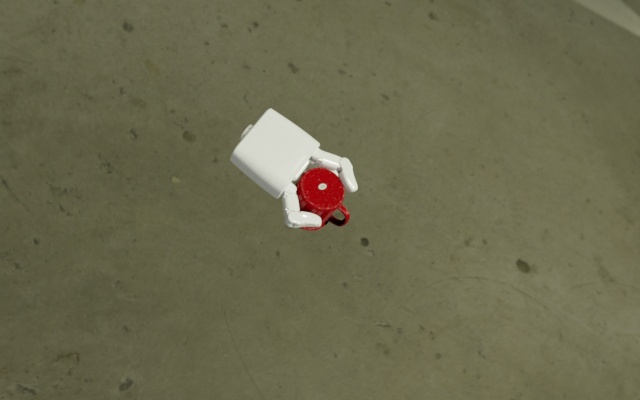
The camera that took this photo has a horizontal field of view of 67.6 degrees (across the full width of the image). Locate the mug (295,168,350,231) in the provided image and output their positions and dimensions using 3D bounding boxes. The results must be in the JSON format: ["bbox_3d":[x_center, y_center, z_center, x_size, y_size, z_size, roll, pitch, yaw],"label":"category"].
[{"bbox_3d":[0.001,0.004,0.826,0.117,0.093,0.081,39,-32,-1],"label":"mug"}]
